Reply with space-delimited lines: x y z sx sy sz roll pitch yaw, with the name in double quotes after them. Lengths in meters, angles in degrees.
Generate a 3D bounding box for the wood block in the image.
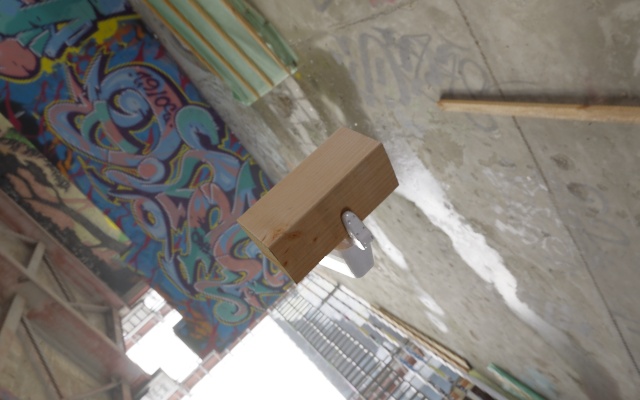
0.000 0.003 0.668 0.090 0.206 0.090 33 -19 45 "wood block"
